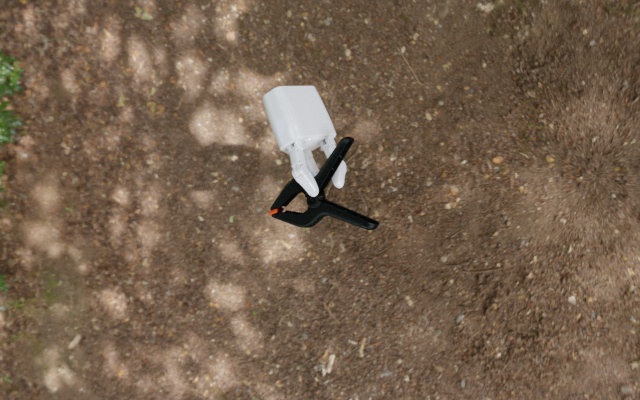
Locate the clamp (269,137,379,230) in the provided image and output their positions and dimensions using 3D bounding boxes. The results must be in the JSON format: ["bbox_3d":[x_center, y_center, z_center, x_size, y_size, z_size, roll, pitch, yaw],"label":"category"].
[{"bbox_3d":[-0.001,0.003,0.854,0.210,0.164,0.036,-26,-9,28],"label":"clamp"}]
